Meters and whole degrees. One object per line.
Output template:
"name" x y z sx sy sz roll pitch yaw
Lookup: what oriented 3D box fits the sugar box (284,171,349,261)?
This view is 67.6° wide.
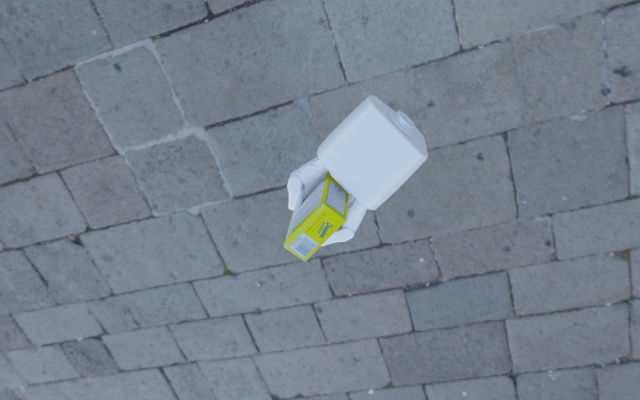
"sugar box" 0.001 0.003 0.706 0.048 0.093 0.176 39 27 -12
